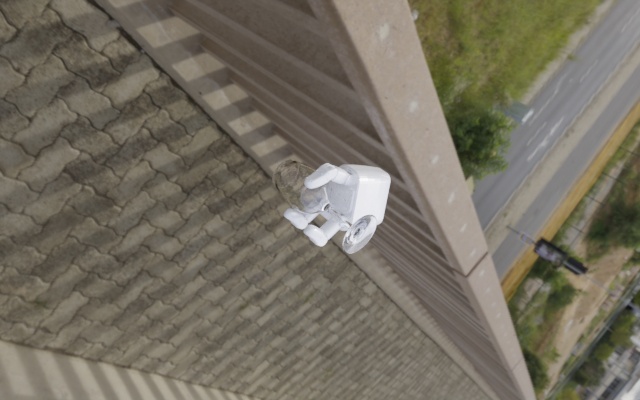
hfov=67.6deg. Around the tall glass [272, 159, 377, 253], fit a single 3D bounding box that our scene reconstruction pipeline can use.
[{"bbox_3d":[0.000,0.003,0.818,0.079,0.079,0.201,0,31,-49],"label":"tall glass"}]
